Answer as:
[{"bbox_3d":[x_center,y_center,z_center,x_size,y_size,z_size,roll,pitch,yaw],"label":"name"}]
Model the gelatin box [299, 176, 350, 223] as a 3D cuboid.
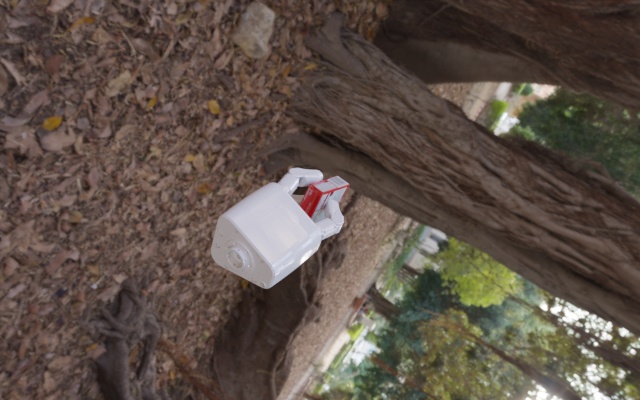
[{"bbox_3d":[0.001,0.003,0.762,0.030,0.073,0.089,38,28,20],"label":"gelatin box"}]
